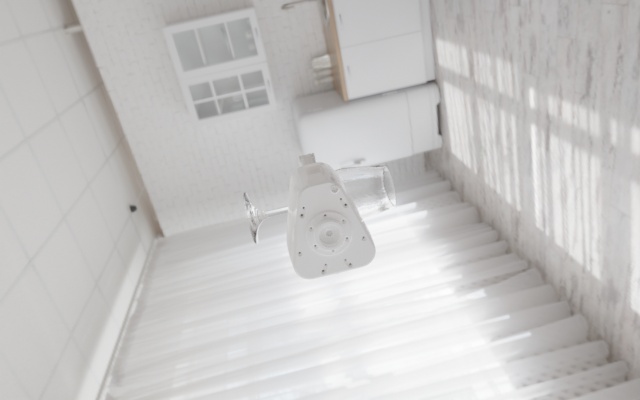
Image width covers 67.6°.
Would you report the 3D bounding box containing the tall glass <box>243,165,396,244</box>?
[{"bbox_3d":[-0.001,0.002,0.662,0.201,0.079,0.079,-13,0,-3],"label":"tall glass"}]
